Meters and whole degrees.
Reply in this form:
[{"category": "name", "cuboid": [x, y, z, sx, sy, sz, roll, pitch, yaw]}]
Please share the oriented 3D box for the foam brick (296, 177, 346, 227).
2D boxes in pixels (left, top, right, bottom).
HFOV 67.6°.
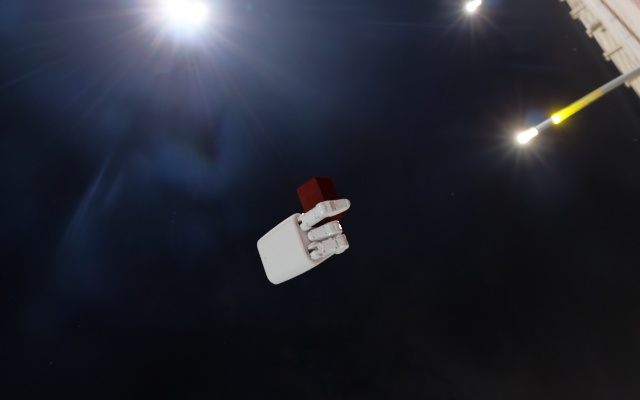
[{"category": "foam brick", "cuboid": [0.000, 0.003, 0.867, 0.051, 0.078, 0.053, -33, -22, 32]}]
